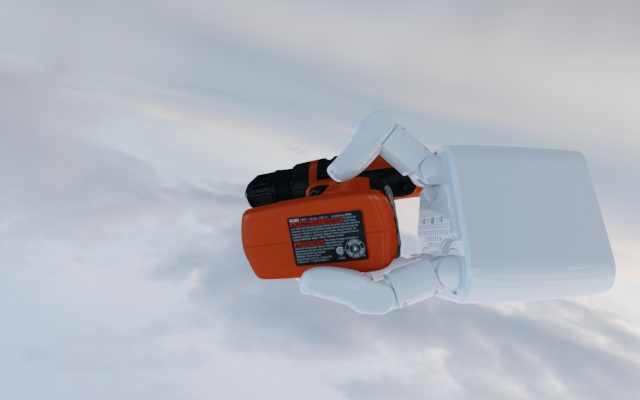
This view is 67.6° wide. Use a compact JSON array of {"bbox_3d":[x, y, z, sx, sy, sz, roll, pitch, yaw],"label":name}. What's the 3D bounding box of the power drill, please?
[{"bbox_3d":[0.000,0.001,0.402,0.184,0.057,0.187,-9,15,14],"label":"power drill"}]
